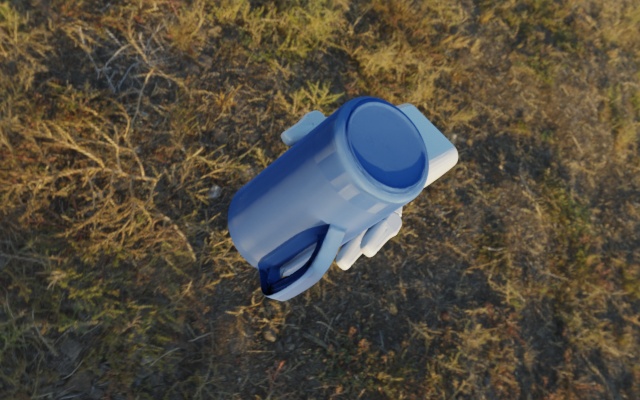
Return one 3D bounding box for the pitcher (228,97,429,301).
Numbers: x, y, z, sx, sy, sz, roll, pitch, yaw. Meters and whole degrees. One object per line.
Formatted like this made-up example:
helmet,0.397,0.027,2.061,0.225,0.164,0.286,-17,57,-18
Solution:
pitcher,0.000,0.002,0.519,0.145,0.149,0.243,-27,-5,-37
